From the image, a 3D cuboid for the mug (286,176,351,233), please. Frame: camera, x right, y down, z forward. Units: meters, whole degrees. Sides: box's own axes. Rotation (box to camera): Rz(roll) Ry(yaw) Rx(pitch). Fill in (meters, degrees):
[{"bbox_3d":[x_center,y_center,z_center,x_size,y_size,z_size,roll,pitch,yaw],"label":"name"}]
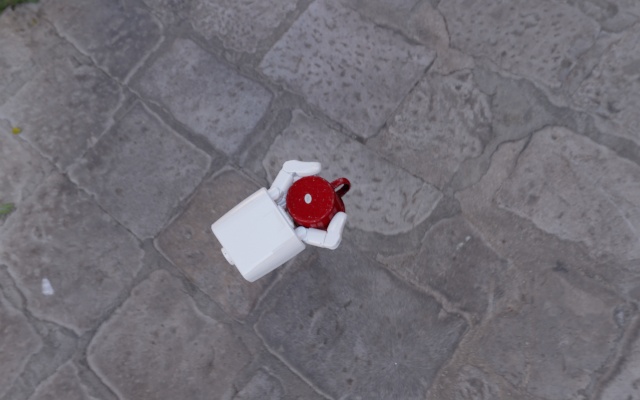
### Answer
[{"bbox_3d":[0.001,0.002,0.783,0.117,0.093,0.081,-34,-20,-2],"label":"mug"}]
